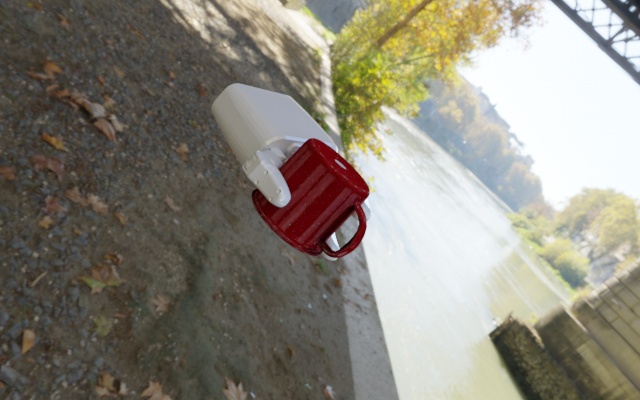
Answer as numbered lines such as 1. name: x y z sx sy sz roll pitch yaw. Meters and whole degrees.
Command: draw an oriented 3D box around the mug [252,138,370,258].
1. mug: 0.001 0.002 0.463 0.117 0.081 0.093 52 17 30
